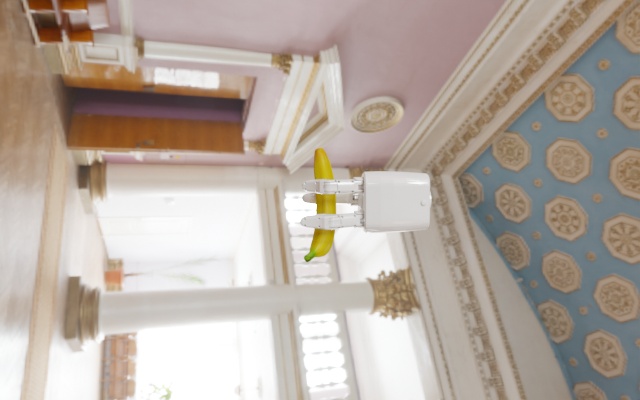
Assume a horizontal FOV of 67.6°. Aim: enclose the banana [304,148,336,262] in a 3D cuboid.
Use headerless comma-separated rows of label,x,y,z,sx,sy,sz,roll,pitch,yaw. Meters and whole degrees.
banana,0.005,0.011,0.809,0.037,0.197,0.070,-2,-18,16
